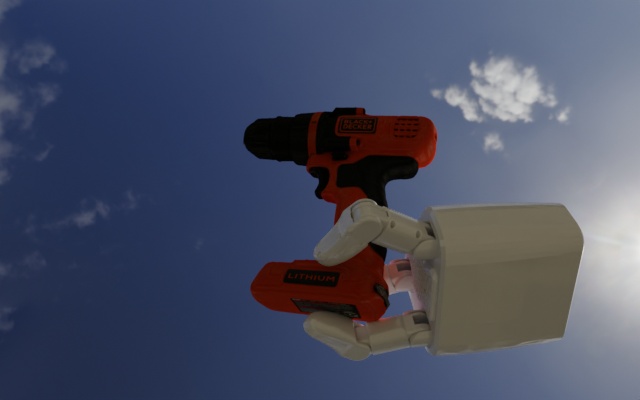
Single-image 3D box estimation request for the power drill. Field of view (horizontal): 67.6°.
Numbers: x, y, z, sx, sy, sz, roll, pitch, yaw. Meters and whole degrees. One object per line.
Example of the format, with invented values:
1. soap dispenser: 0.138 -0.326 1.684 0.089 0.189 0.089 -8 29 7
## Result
1. power drill: 0.000 0.002 0.412 0.184 0.187 0.057 2 -28 19
